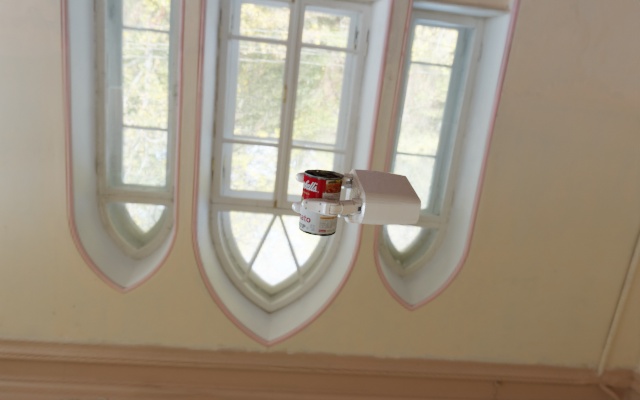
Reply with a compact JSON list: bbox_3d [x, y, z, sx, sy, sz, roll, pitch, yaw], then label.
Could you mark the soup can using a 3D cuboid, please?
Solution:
[{"bbox_3d":[0.000,0.003,0.821,0.068,0.102,0.068,6,15,-2],"label":"soup can"}]
